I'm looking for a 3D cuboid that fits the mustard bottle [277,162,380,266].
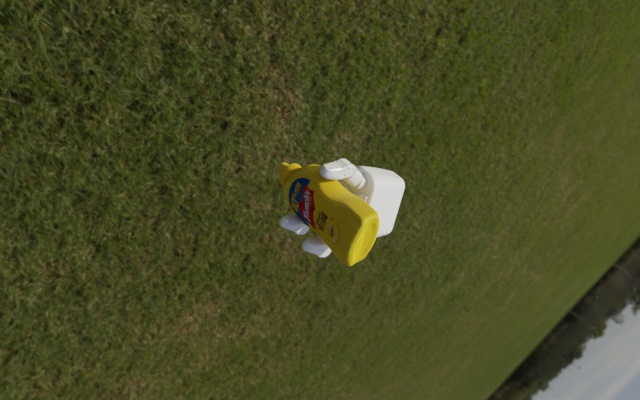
[{"bbox_3d":[0.000,0.003,0.702,0.058,0.096,0.191,-24,53,-34],"label":"mustard bottle"}]
